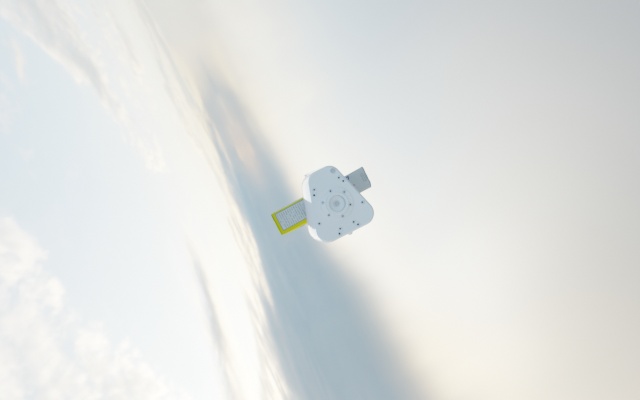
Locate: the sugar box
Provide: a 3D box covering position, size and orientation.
[{"bbox_3d":[0.000,0.003,0.841,0.176,0.048,0.093,-26,-1,-5],"label":"sugar box"}]
